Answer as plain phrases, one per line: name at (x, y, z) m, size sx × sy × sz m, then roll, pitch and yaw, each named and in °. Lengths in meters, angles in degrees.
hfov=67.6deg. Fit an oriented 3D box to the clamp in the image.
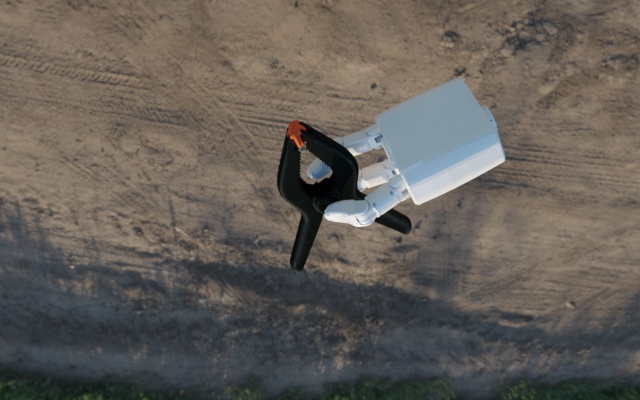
clamp at (0.000, 0.002, 0.565) m, size 0.164 × 0.210 × 0.036 m, roll -27°, pitch 38°, yaw 10°
